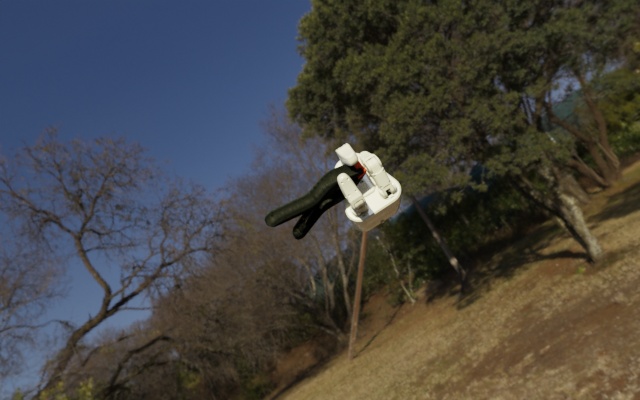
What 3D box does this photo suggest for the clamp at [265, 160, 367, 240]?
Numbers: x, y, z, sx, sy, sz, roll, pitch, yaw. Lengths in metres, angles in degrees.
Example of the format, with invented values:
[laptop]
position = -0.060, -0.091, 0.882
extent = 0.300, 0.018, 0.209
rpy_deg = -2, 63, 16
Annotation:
[clamp]
position = 0.000, 0.002, 0.758
extent = 0.171, 0.039, 0.120
rpy_deg = -33, -19, 0
